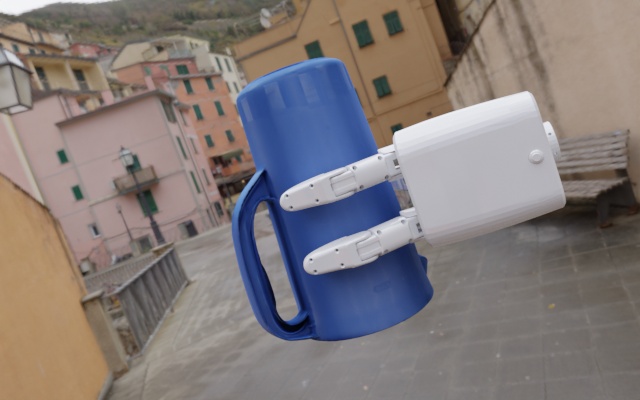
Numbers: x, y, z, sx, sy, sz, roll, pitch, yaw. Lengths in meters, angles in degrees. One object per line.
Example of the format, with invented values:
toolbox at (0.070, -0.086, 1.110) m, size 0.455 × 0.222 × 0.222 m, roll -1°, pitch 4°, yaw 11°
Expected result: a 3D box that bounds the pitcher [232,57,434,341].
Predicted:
pitcher at (0.000, 0.001, 0.450) m, size 0.145 × 0.243 × 0.149 m, roll -18°, pitch 5°, yaw 19°
